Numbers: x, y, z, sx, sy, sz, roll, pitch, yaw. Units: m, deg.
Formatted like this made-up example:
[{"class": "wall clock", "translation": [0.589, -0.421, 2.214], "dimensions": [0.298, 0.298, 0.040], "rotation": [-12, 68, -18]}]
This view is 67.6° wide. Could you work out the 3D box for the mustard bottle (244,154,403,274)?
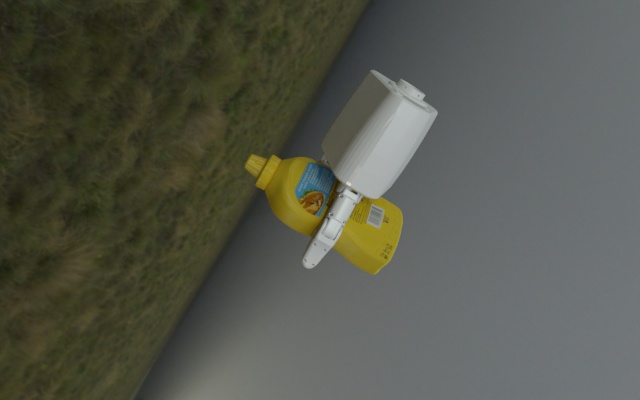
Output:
[{"class": "mustard bottle", "translation": [0.000, 0.002, 0.552], "dimensions": [0.191, 0.096, 0.058], "rotation": [30, -45, -7]}]
